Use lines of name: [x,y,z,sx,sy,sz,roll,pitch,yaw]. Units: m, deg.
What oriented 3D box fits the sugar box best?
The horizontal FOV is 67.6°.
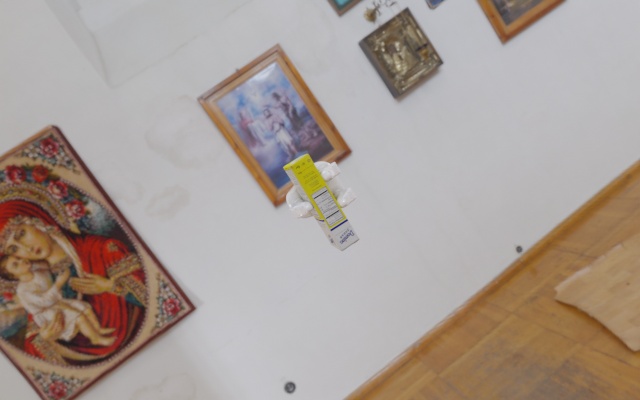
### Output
sugar box: [0.001,0.002,0.862,0.048,0.176,0.093,-35,8,-8]
